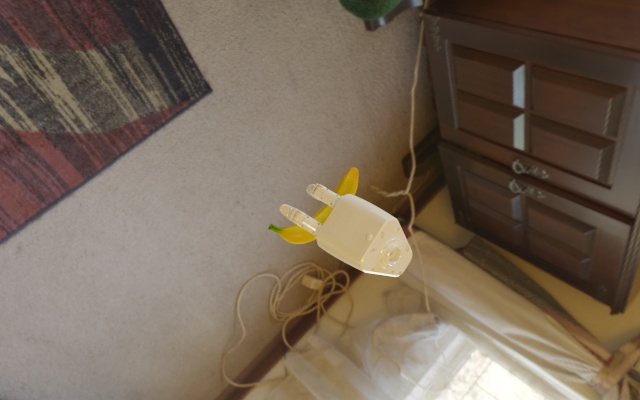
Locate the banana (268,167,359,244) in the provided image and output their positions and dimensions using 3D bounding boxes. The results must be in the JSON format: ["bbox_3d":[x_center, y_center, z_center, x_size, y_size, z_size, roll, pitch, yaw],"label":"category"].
[{"bbox_3d":[0.005,0.020,0.849,0.197,0.070,0.037,-36,29,-20],"label":"banana"}]
